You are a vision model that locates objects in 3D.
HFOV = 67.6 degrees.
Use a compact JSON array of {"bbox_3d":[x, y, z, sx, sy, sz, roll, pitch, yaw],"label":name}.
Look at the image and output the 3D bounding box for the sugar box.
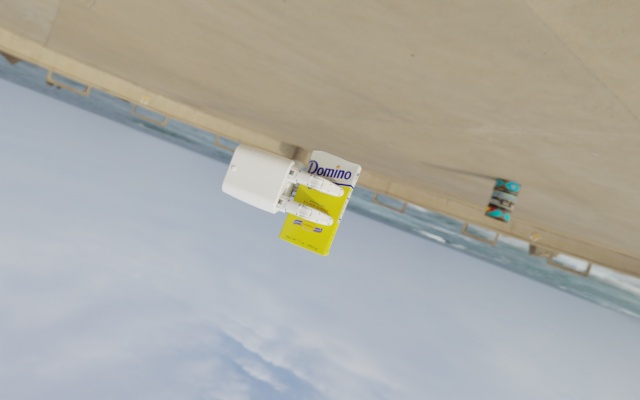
[{"bbox_3d":[0.000,0.003,0.869,0.093,0.176,0.048,20,0,11],"label":"sugar box"}]
